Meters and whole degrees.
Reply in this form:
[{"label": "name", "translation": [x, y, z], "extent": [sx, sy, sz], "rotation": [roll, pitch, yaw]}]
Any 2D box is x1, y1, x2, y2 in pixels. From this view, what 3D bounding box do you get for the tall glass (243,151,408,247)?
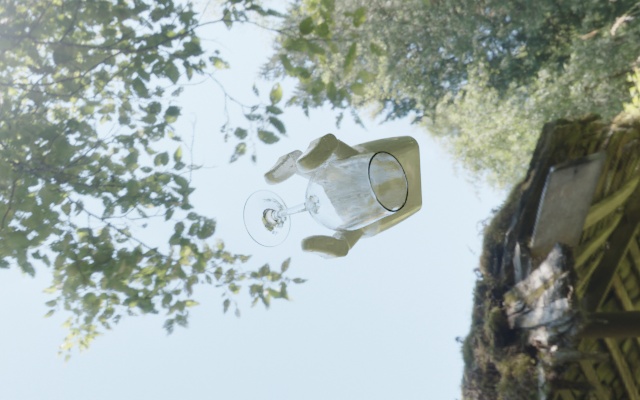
[{"label": "tall glass", "translation": [0.000, 0.002, 0.537], "extent": [0.079, 0.079, 0.201], "rotation": [0, -12, -44]}]
